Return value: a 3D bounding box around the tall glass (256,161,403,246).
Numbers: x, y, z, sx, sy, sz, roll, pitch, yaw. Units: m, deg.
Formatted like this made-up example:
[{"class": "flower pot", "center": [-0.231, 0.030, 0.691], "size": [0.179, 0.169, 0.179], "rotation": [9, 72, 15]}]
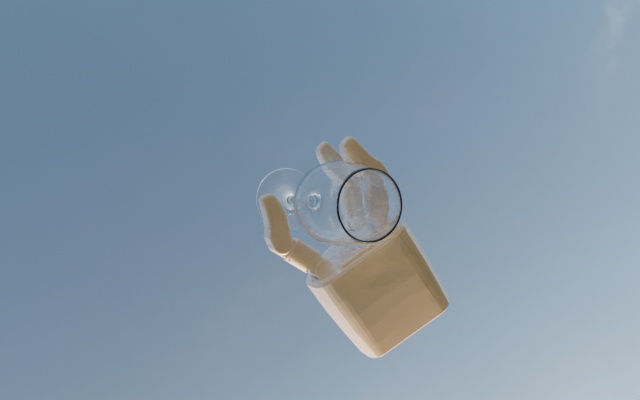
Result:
[{"class": "tall glass", "center": [0.000, 0.001, 0.476], "size": [0.079, 0.079, 0.201], "rotation": [0, 1, -24]}]
